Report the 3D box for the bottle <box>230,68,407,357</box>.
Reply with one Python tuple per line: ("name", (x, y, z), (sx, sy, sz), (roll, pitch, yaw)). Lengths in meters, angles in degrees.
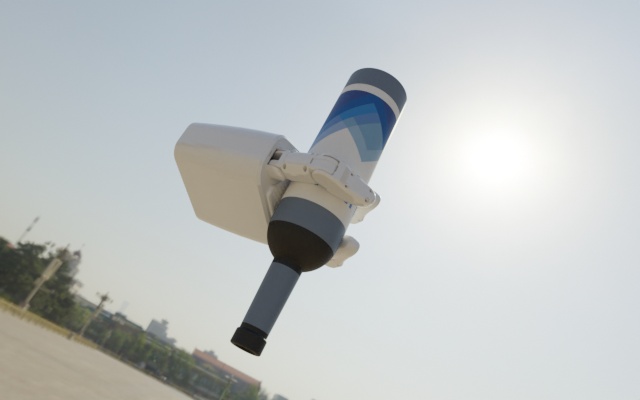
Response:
("bottle", (0.000, 0.001, 0.446), (0.069, 0.295, 0.069), (22, -26, 11))
